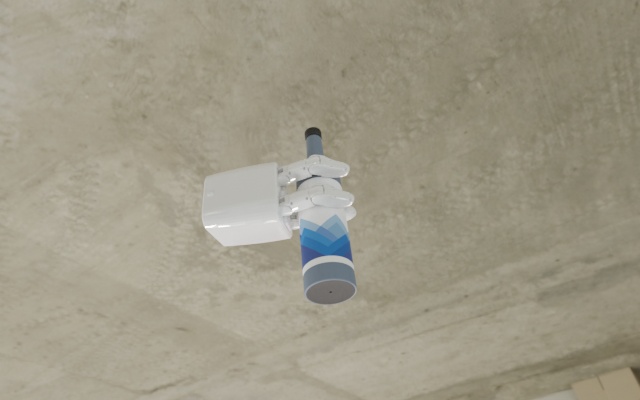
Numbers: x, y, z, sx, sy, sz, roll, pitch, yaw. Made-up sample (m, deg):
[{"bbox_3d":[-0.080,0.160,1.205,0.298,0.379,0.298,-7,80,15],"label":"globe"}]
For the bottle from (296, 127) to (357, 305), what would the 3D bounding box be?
[{"bbox_3d":[0.000,0.002,0.689,0.069,0.295,0.069,-4,-39,-3],"label":"bottle"}]
